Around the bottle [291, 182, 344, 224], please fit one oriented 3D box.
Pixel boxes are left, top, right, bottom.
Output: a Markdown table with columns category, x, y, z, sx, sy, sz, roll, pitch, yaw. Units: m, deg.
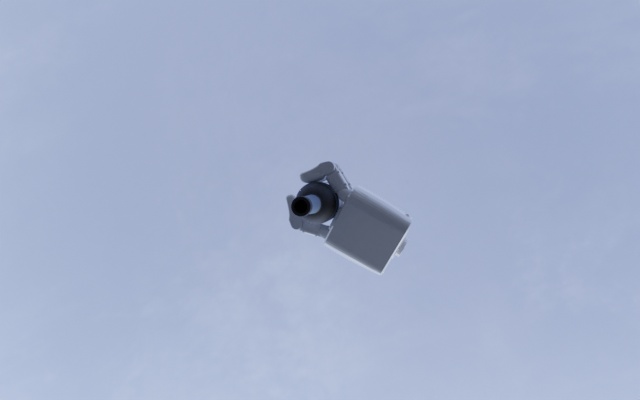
| category | x | y | z | sx | sy | sz | roll | pitch | yaw |
| --- | --- | --- | --- | --- | --- | --- | --- | --- | --- |
| bottle | 0.000 | 0.003 | 0.779 | 0.069 | 0.069 | 0.295 | 0 | 2 | 10 |
